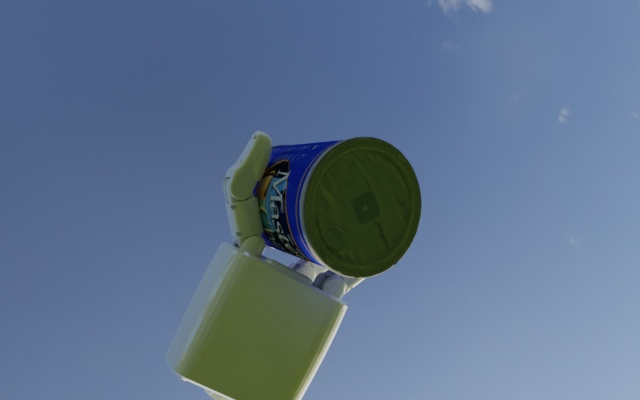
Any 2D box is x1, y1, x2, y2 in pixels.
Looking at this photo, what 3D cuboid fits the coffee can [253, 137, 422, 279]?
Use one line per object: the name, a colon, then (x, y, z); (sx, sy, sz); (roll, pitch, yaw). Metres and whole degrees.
coffee can: (0.000, 0.001, 0.404); (0.103, 0.103, 0.140); (0, 3, -29)
